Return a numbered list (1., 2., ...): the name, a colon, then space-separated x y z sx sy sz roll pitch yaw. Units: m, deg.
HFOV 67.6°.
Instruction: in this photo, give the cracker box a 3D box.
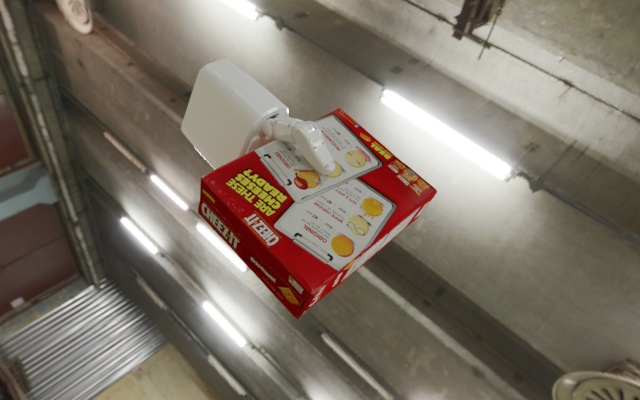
1. cracker box: 0.000 0.002 0.533 0.213 0.164 0.072 -34 -21 -36
